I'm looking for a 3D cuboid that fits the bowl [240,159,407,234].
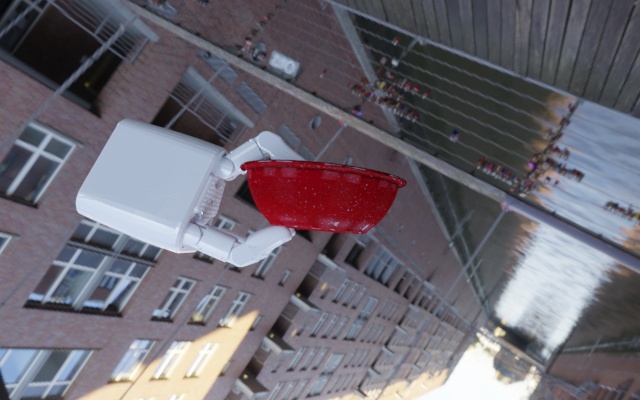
[{"bbox_3d":[0.001,0.002,0.462,0.162,0.055,0.162,5,-4,0],"label":"bowl"}]
